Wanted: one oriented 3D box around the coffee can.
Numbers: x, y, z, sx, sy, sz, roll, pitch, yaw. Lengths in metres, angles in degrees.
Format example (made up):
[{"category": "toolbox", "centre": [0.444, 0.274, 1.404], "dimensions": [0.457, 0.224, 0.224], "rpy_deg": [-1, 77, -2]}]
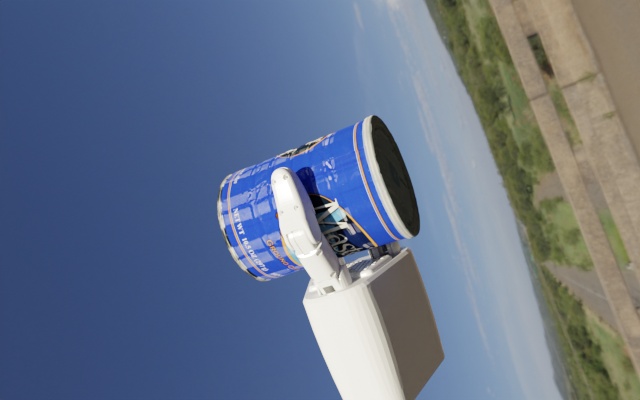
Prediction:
[{"category": "coffee can", "centre": [0.000, 0.001, 0.407], "dimensions": [0.140, 0.103, 0.103], "rpy_deg": [-20, -7, 21]}]
